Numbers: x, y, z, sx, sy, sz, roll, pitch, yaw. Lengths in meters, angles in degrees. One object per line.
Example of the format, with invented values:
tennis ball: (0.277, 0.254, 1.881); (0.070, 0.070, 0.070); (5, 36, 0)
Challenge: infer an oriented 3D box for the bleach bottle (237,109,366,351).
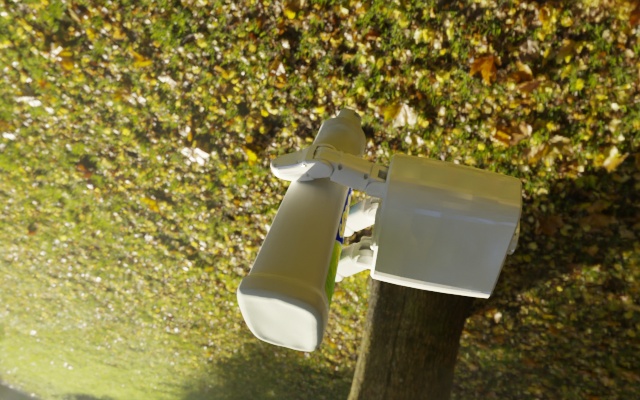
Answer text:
bleach bottle: (0.000, 0.002, 0.443); (0.068, 0.250, 0.103); (11, -36, 9)
